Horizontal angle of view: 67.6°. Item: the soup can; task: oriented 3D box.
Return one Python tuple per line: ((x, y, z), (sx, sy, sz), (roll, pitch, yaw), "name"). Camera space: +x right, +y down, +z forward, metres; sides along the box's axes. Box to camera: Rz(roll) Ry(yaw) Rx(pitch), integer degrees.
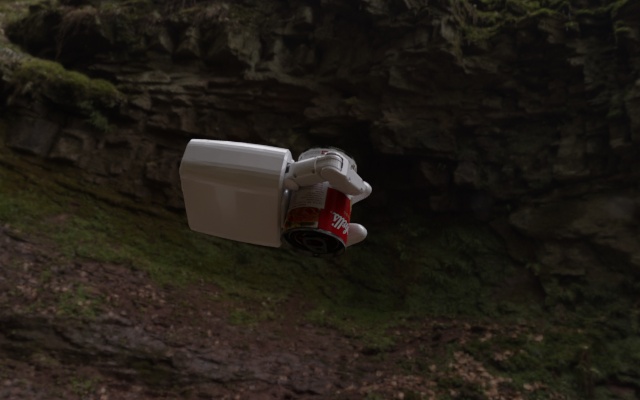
((0.001, 0.001, 0.509), (0.068, 0.102, 0.068), (8, -29, 4), "soup can")
